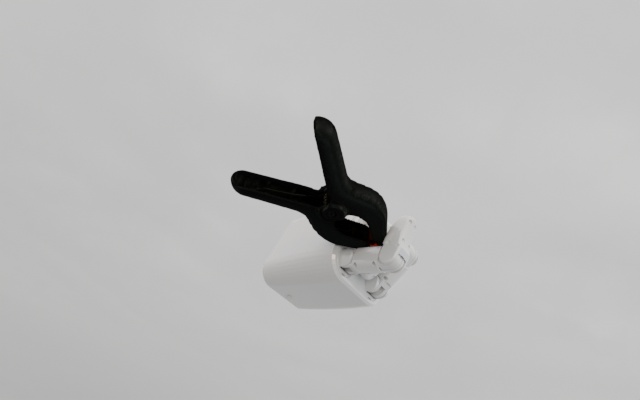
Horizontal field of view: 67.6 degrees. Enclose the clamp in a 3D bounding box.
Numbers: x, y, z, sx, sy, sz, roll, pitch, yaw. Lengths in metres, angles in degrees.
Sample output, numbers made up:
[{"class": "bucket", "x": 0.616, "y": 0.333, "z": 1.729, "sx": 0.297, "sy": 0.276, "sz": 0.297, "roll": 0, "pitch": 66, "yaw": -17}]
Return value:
[{"class": "clamp", "x": 0.000, "y": 0.001, "z": 0.464, "sx": 0.120, "sy": 0.039, "sz": 0.171, "roll": -17, "pitch": -50, "yaw": 32}]
